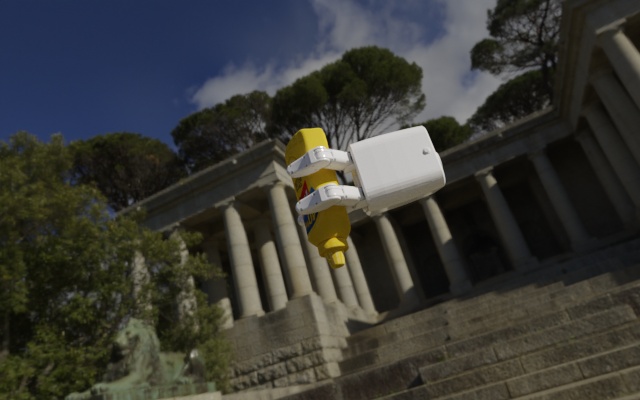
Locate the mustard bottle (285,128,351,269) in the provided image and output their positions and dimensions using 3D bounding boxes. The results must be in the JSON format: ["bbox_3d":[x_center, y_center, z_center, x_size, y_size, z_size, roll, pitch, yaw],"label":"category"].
[{"bbox_3d":[0.000,0.002,0.662,0.058,0.191,0.096,-7,-25,-21],"label":"mustard bottle"}]
